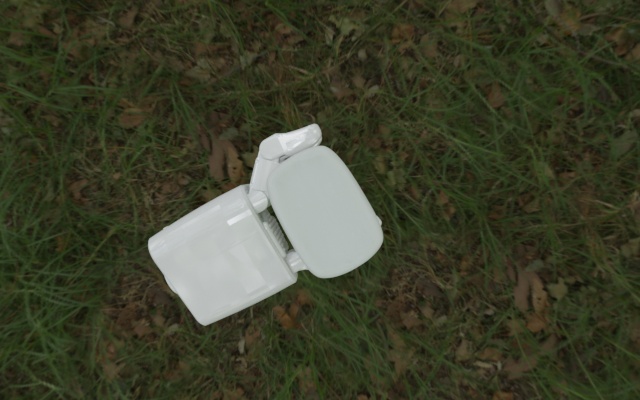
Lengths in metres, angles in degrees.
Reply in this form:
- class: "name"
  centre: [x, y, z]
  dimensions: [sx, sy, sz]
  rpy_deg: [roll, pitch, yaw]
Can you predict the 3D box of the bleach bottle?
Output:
- class: "bleach bottle"
  centre: [0.000, 0.001, 0.483]
  dimensions: [0.068, 0.102, 0.251]
  rpy_deg: [-29, 3, 1]
